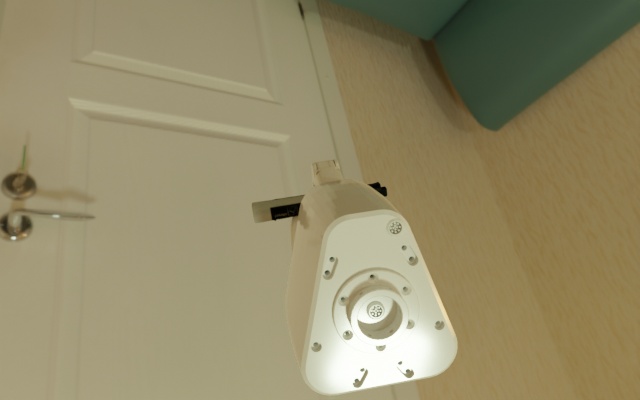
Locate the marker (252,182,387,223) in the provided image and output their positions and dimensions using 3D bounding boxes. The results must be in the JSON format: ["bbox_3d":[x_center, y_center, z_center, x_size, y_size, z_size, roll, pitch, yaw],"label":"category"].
[{"bbox_3d":[0.000,0.001,0.426,0.121,0.020,0.020,-9,1,-5],"label":"marker"}]
